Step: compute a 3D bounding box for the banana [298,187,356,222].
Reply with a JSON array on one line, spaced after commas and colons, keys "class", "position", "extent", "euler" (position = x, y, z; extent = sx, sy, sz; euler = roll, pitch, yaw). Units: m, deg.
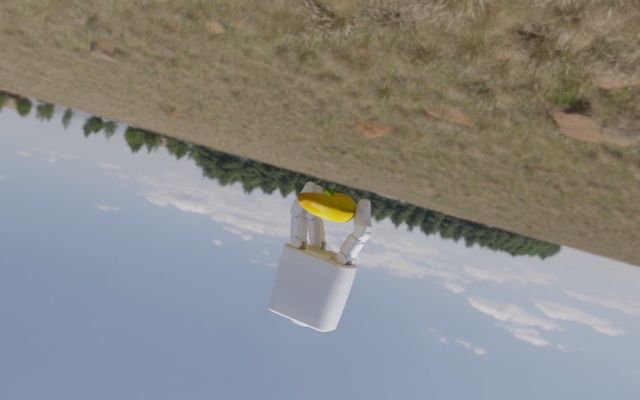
[{"class": "banana", "position": [0.018, 0.009, 0.710], "extent": [0.069, 0.037, 0.198], "euler": [20, 5, 9]}]
